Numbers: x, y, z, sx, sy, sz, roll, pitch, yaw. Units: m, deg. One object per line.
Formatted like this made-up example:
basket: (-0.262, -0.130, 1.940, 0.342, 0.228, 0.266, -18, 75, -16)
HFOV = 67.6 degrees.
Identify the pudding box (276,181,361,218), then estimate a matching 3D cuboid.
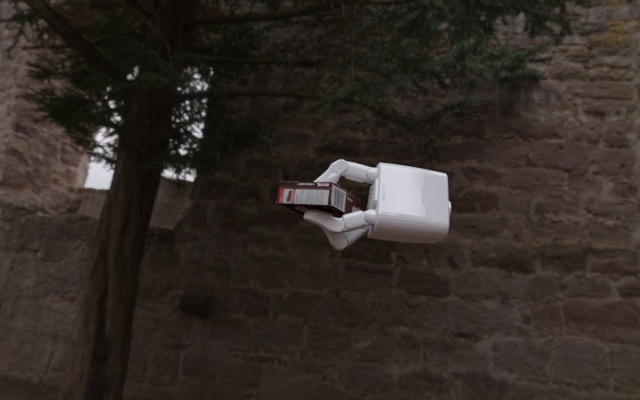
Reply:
pudding box: (0.000, 0.002, 0.718, 0.090, 0.039, 0.113, 1, -15, 26)
